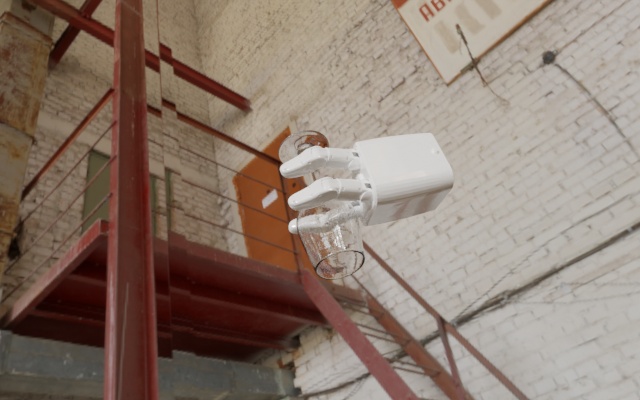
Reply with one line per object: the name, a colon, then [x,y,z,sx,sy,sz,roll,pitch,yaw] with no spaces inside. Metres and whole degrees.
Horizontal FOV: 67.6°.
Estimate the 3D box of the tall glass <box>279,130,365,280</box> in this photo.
tall glass: [0.000,0.002,0.625,0.079,0.201,0.079,-11,-38,-8]
